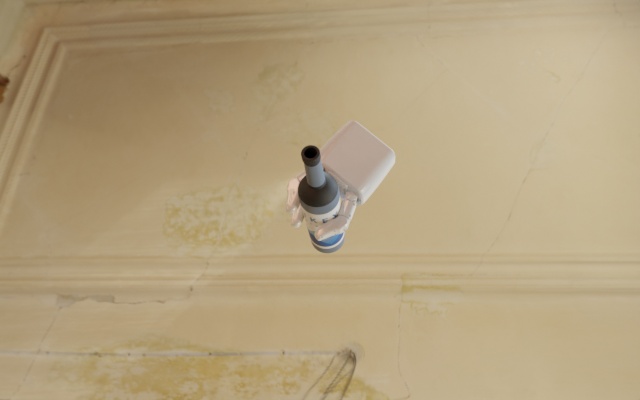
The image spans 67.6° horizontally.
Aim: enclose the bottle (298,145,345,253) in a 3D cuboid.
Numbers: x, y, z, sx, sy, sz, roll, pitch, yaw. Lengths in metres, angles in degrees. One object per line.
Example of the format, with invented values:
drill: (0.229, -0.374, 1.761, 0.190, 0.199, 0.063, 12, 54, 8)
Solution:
bottle: (0.000, 0.003, 0.799, 0.069, 0.069, 0.296, 0, -28, 6)
